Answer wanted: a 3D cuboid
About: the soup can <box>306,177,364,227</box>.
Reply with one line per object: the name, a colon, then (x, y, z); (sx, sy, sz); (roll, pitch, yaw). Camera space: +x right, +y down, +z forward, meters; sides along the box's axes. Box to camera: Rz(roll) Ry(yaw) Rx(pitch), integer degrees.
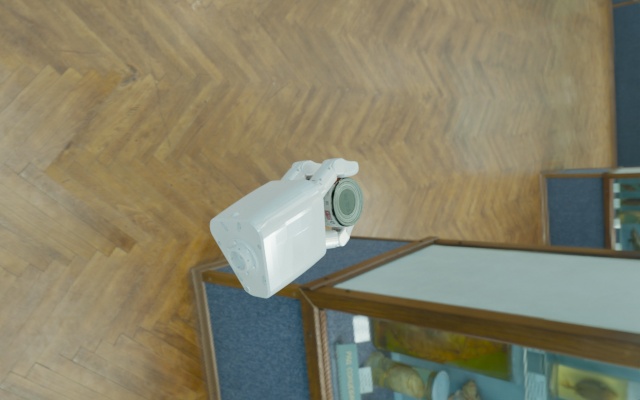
soup can: (0.001, 0.002, 0.666); (0.102, 0.068, 0.068); (0, 0, 42)
